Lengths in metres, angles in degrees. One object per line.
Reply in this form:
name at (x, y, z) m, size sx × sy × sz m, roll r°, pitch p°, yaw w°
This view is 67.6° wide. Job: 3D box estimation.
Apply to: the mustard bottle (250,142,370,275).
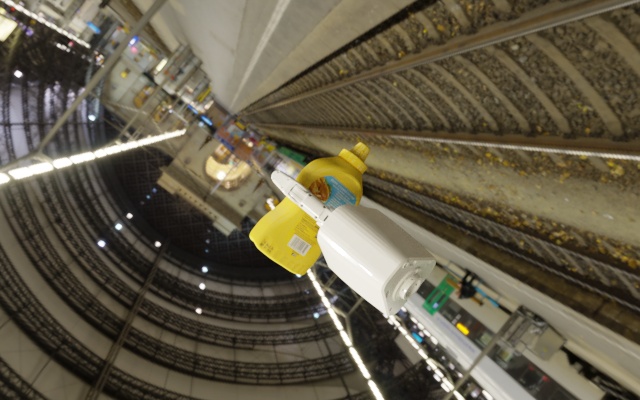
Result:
mustard bottle at (0.000, 0.002, 0.633) m, size 0.096 × 0.191 × 0.058 m, roll 39°, pitch 0°, yaw -34°
